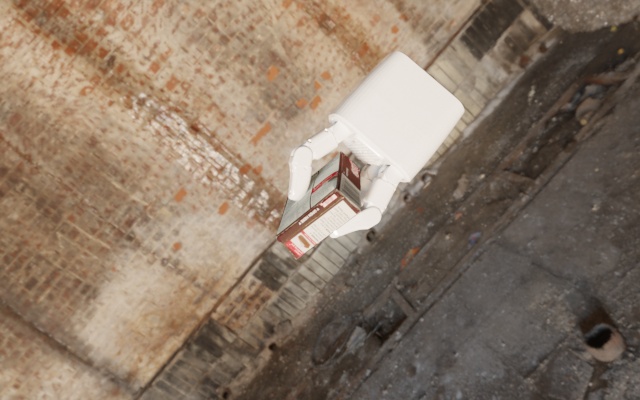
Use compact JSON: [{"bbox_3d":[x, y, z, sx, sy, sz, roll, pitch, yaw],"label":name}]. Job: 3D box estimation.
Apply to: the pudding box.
[{"bbox_3d":[0.000,0.002,0.530,0.090,0.039,0.113,-39,15,20],"label":"pudding box"}]
